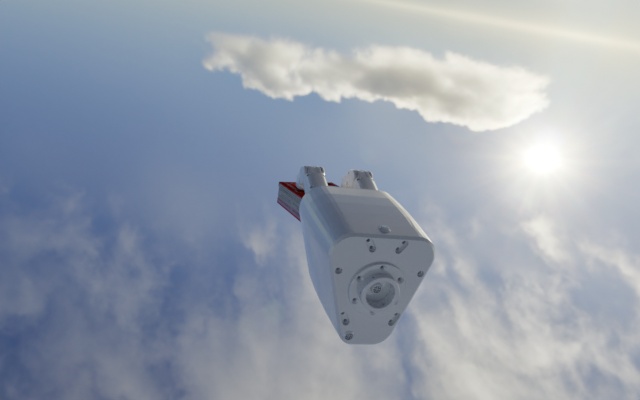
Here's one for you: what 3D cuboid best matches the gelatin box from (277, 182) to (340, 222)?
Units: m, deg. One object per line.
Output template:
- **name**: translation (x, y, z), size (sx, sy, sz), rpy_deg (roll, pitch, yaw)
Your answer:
- **gelatin box**: translation (0.000, 0.002, 0.551), size (0.073, 0.030, 0.089), rpy_deg (-1, 17, -28)
